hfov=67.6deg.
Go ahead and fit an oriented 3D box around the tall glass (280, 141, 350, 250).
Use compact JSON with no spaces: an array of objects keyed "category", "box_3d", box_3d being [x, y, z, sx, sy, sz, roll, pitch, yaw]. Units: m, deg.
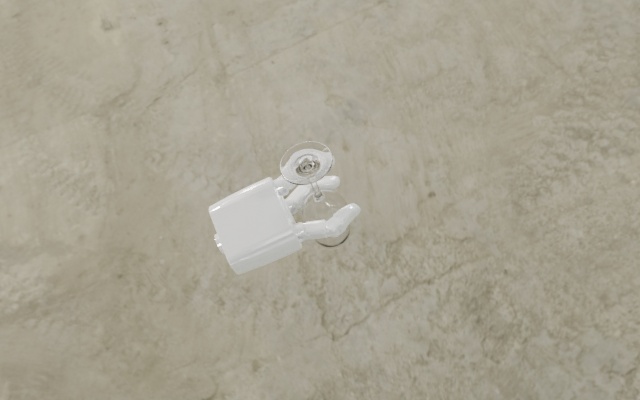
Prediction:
[{"category":"tall glass","box_3d":[0.000,0.002,0.727,0.079,0.079,0.201,0,-33,14]}]
